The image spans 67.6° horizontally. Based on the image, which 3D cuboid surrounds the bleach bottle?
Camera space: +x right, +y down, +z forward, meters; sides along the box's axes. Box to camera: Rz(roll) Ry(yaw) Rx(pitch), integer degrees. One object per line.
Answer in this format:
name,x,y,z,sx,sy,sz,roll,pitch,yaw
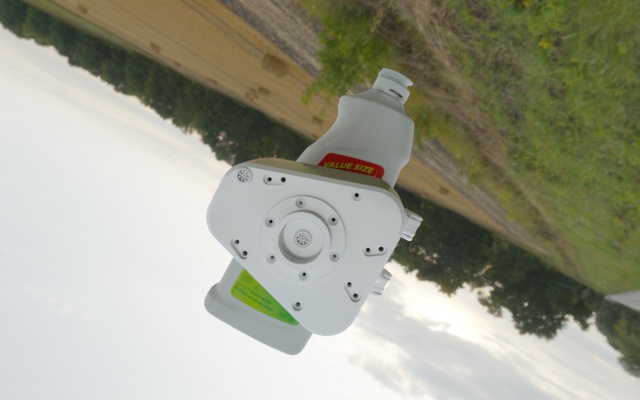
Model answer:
bleach bottle,0.000,0.001,0.416,0.102,0.251,0.068,28,5,1
